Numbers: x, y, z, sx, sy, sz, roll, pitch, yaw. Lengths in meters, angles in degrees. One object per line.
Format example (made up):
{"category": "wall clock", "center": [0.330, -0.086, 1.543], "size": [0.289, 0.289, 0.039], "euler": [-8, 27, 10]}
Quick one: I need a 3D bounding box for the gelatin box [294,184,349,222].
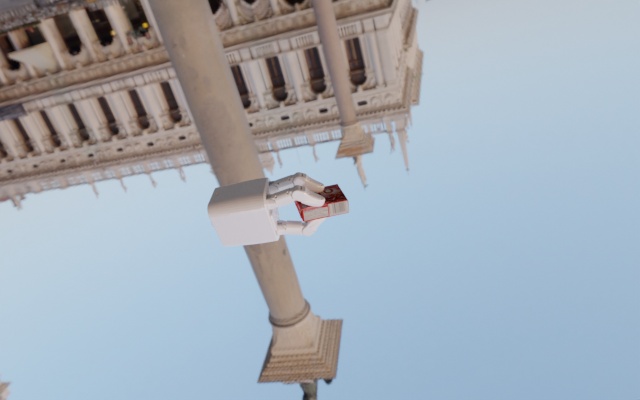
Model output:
{"category": "gelatin box", "center": [0.001, 0.003, 0.876], "size": [0.089, 0.030, 0.073], "euler": [-11, 27, -9]}
